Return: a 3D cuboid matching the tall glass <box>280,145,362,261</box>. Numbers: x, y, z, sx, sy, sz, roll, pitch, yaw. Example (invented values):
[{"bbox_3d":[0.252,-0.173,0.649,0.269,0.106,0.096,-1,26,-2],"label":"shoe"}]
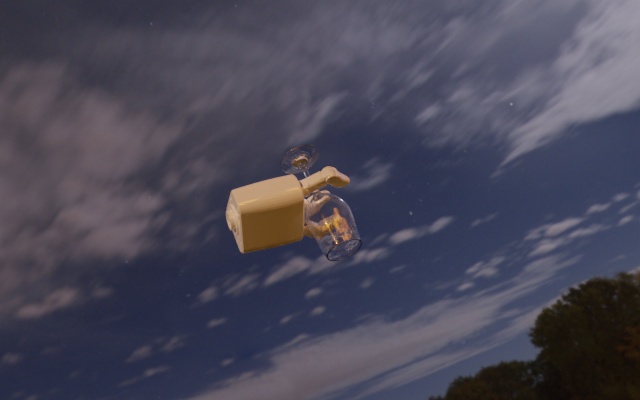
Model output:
[{"bbox_3d":[0.000,0.002,0.807,0.079,0.201,0.079,-19,-31,-12],"label":"tall glass"}]
